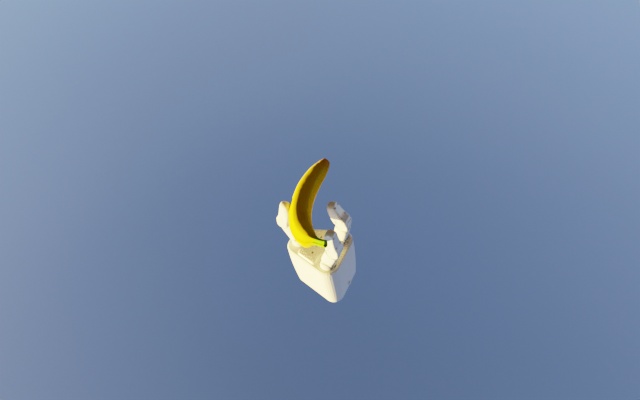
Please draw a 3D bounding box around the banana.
[{"bbox_3d":[-0.018,0.008,0.796,0.069,0.197,0.037,-8,-43,10],"label":"banana"}]
